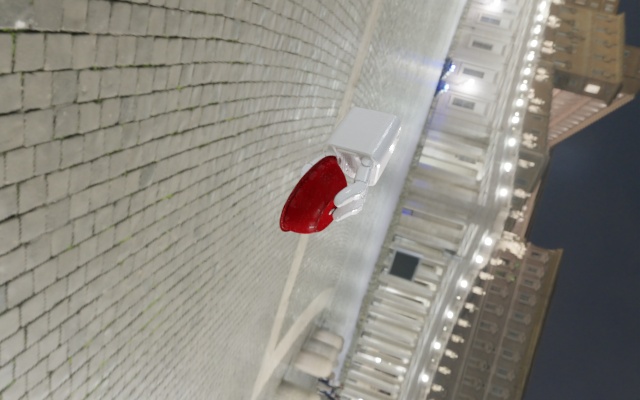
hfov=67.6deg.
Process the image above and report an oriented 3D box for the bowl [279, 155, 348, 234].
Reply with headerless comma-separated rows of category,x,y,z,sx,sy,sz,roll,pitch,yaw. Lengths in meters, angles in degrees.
bowl,0.000,0.004,0.834,0.055,0.162,0.162,36,12,17
